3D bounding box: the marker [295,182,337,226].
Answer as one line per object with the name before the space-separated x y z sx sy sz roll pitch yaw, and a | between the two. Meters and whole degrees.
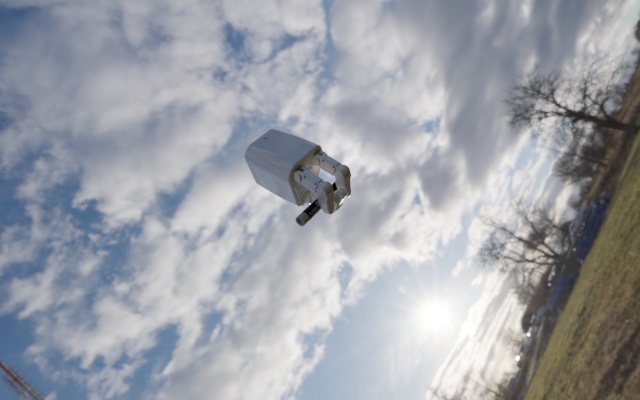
marker | 0.000 0.003 0.821 0.020 0.020 0.121 0 33 43
